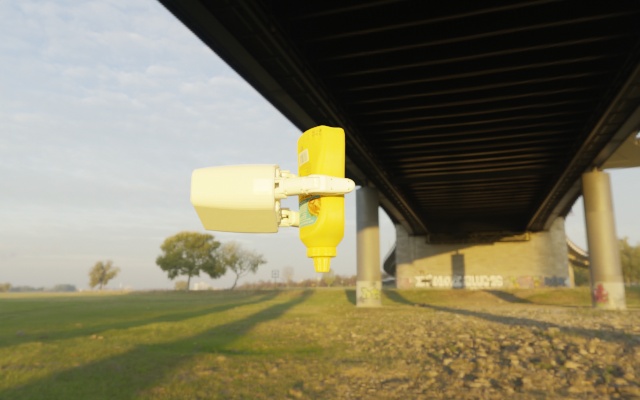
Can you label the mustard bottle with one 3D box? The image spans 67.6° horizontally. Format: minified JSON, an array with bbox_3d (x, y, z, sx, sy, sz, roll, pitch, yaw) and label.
[{"bbox_3d":[0.000,0.002,0.655,0.058,0.191,0.096,4,-12,-25],"label":"mustard bottle"}]
